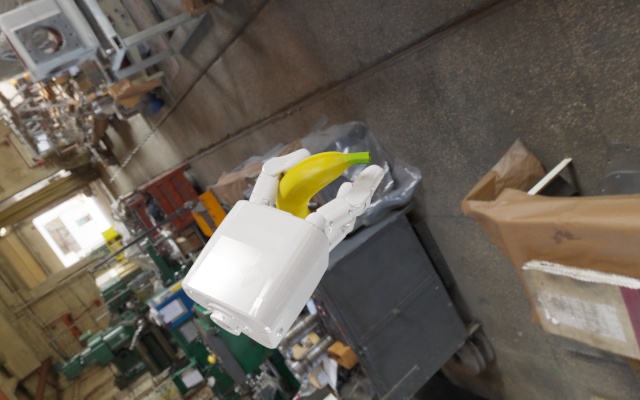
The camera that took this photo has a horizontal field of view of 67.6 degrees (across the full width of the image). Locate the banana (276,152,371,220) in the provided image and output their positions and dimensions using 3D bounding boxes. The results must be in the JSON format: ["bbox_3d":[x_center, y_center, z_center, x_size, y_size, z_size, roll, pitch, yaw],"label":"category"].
[{"bbox_3d":[-0.016,-0.005,0.538,0.069,0.037,0.198,17,-28,-14],"label":"banana"}]
